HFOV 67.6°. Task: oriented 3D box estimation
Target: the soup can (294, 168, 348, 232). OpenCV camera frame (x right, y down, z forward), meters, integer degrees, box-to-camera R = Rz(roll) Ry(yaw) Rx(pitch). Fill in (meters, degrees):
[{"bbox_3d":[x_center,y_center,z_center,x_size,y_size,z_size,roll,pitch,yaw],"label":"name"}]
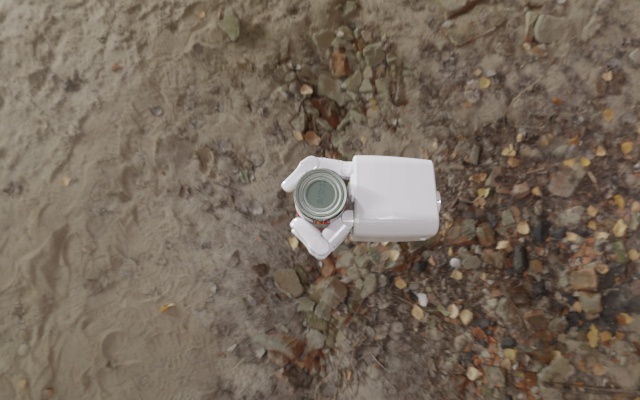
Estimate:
[{"bbox_3d":[0.000,0.002,0.626,0.068,0.068,0.102,0,-11,-1],"label":"soup can"}]
